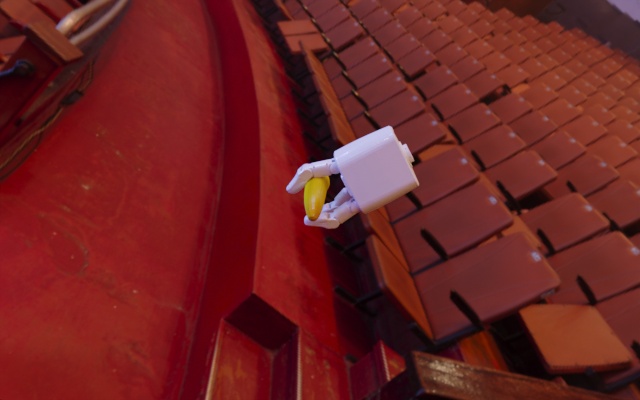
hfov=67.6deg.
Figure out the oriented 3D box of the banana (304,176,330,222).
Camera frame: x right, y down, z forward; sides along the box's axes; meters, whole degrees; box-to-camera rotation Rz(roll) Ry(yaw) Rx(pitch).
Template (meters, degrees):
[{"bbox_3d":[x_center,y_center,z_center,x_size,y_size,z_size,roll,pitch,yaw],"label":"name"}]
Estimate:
[{"bbox_3d":[-0.003,-0.016,0.838,0.037,0.069,0.197,-10,8,7],"label":"banana"}]
